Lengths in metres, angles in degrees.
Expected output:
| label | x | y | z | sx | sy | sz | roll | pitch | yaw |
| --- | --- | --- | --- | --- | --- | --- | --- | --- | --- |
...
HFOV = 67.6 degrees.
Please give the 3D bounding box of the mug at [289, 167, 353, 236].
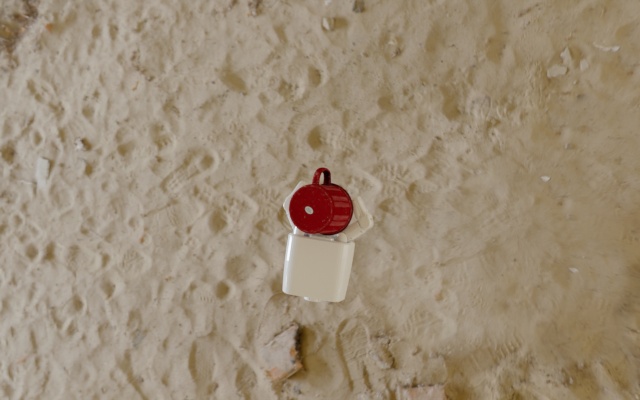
| label | x | y | z | sx | sy | sz | roll | pitch | yaw |
| --- | --- | --- | --- | --- | --- | --- | --- | --- | --- |
| mug | 0.000 | 0.001 | 0.803 | 0.093 | 0.117 | 0.081 | 7 | 2 | 23 |
